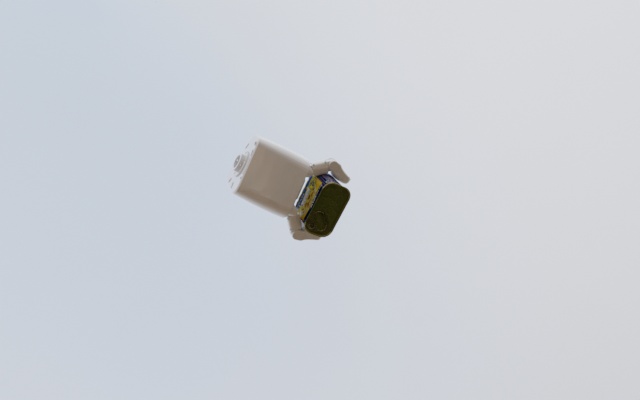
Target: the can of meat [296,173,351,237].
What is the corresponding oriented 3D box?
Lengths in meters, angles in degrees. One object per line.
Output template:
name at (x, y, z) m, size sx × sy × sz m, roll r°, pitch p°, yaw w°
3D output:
can of meat at (0.000, 0.003, 0.873) m, size 0.057 × 0.102 × 0.084 m, roll 21°, pitch 13°, yaw -26°
